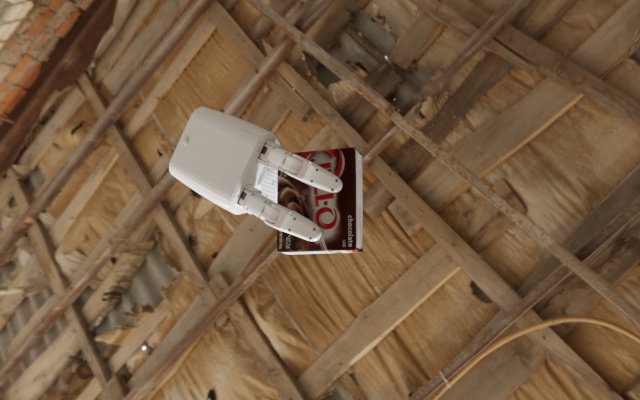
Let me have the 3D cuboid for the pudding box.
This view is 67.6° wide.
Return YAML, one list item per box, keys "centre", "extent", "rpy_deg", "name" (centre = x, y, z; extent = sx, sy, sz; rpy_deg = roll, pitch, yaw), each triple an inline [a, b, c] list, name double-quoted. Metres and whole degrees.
- centre: [0.000, 0.002, 0.523]
  extent: [0.090, 0.113, 0.039]
  rpy_deg: [-4, -8, 20]
  name: "pudding box"
